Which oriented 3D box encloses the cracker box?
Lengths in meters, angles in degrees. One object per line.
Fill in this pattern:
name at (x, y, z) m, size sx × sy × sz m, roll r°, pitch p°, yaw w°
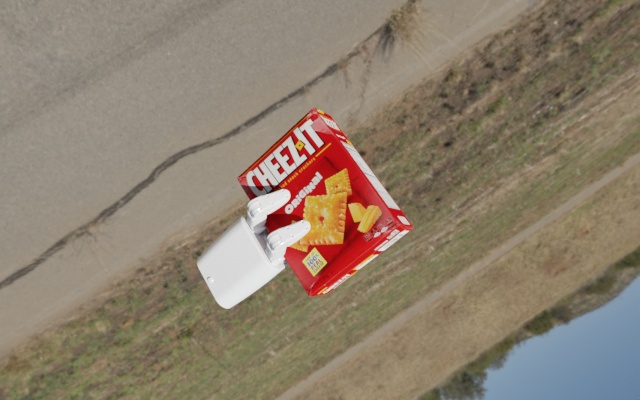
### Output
cracker box at (0.000, 0.002, 0.682) m, size 0.164 × 0.213 × 0.072 m, roll -40°, pitch -20°, yaw 16°
